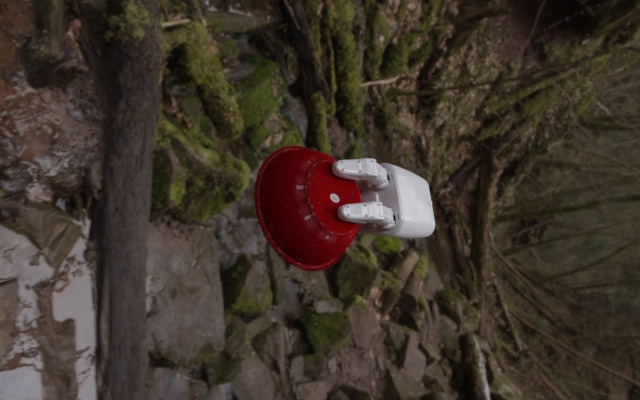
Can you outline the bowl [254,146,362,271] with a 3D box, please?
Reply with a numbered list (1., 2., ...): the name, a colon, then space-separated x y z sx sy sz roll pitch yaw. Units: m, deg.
1. bowl: -0.001 0.002 0.580 0.162 0.162 0.055 0 -14 -44
